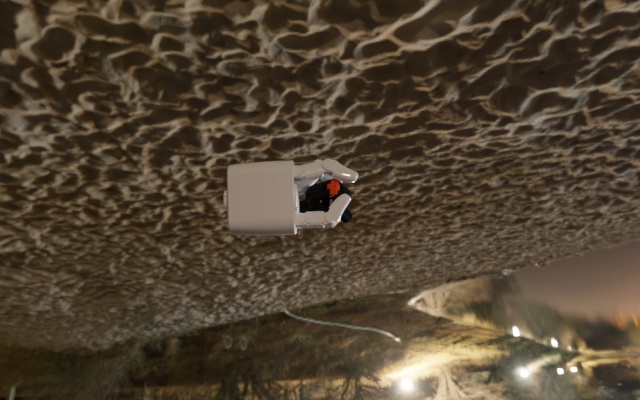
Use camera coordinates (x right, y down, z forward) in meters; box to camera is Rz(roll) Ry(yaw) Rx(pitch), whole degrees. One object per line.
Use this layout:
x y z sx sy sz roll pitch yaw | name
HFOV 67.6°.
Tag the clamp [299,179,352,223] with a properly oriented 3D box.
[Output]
0.000 0.003 0.846 0.120 0.039 0.171 -2 -22 0 | clamp
